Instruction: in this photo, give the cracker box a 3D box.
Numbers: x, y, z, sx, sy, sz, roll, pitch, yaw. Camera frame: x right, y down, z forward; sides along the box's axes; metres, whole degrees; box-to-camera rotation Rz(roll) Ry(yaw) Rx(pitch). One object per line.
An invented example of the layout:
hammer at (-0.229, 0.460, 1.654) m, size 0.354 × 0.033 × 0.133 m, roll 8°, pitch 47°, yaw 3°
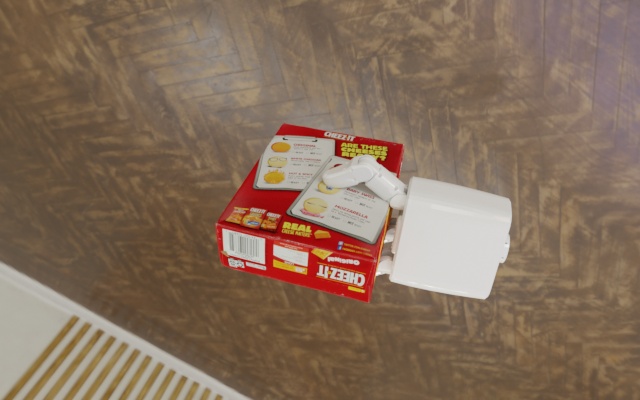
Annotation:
cracker box at (0.000, 0.002, 0.551) m, size 0.164 × 0.072 × 0.213 m, roll 12°, pitch 39°, yaw 10°
